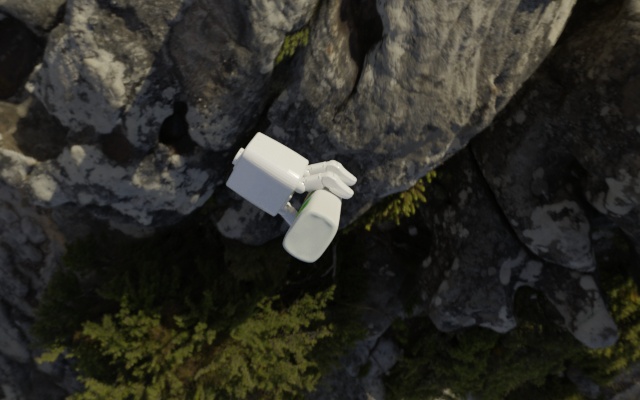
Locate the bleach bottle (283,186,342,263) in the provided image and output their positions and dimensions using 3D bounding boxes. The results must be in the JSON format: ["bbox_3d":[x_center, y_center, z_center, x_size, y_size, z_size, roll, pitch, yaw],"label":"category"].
[{"bbox_3d":[0.000,0.003,0.872,0.068,0.103,0.250,31,26,-8],"label":"bleach bottle"}]
